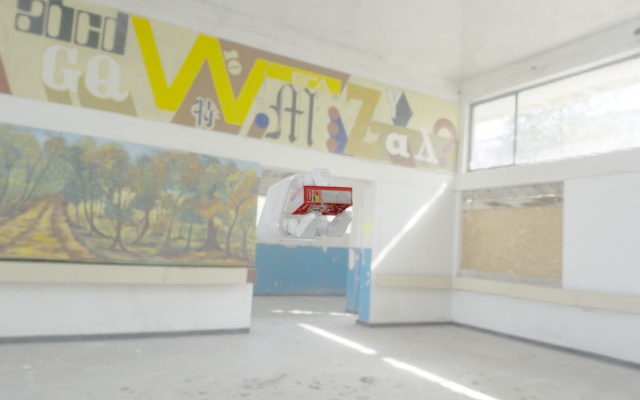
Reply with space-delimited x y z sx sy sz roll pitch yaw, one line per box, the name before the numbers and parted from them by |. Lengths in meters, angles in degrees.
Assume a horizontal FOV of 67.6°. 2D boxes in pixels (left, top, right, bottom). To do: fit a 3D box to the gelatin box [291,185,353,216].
gelatin box | 0.000 0.002 0.711 0.073 0.030 0.089 3 -13 -16
